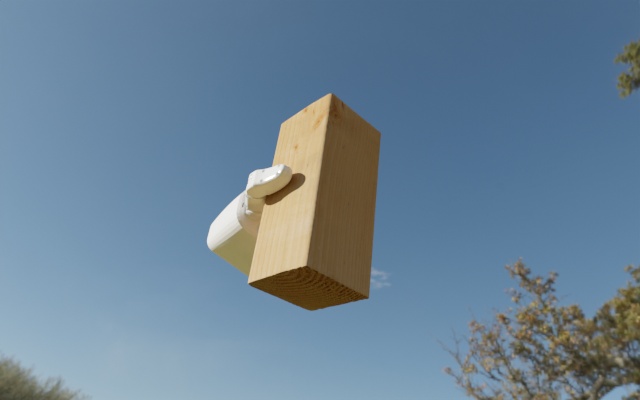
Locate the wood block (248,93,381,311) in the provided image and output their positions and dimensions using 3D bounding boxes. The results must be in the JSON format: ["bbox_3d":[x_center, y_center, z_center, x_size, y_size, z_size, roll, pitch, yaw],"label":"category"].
[{"bbox_3d":[0.000,0.002,0.519,0.091,0.206,0.090,31,-38,-34],"label":"wood block"}]
